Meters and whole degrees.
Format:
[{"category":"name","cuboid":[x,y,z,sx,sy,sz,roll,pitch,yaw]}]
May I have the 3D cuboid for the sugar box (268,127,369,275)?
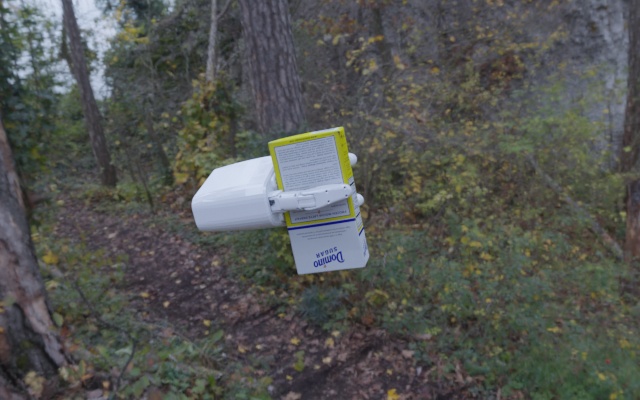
[{"category":"sugar box","cuboid":[0.000,0.002,0.611,0.093,0.176,0.048,-8,13,16]}]
